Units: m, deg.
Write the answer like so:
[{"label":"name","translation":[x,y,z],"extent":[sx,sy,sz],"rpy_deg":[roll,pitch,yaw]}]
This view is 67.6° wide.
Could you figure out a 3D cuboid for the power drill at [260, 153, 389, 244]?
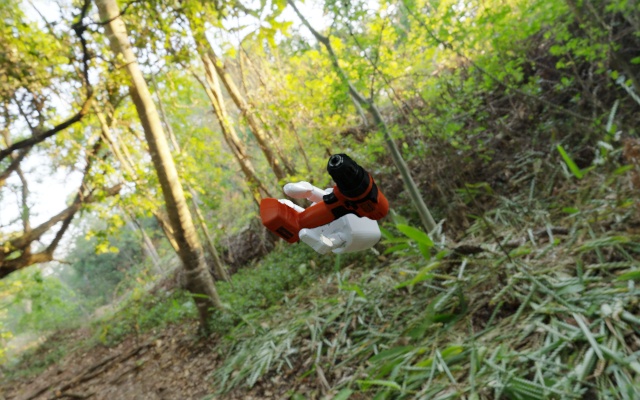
[{"label":"power drill","translation":[0.000,0.003,0.768],"extent":[0.187,0.057,0.184],"rpy_deg":[-18,-33,20]}]
